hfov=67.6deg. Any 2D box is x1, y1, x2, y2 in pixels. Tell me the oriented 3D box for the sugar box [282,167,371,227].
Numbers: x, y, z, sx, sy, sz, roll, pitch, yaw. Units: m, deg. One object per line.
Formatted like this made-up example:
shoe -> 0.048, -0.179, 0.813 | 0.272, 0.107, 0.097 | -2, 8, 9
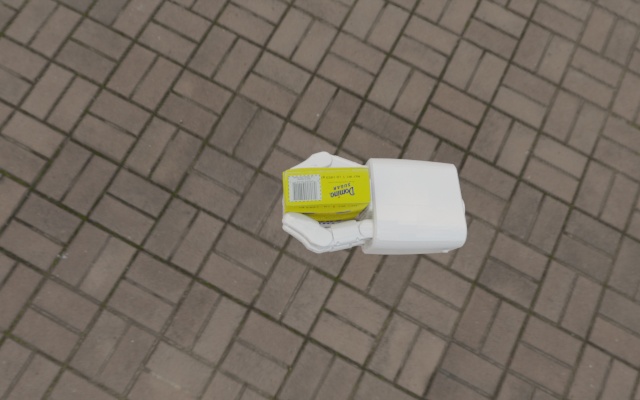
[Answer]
sugar box -> 0.000, 0.002, 0.584 | 0.093, 0.048, 0.176 | -1, -13, -4
